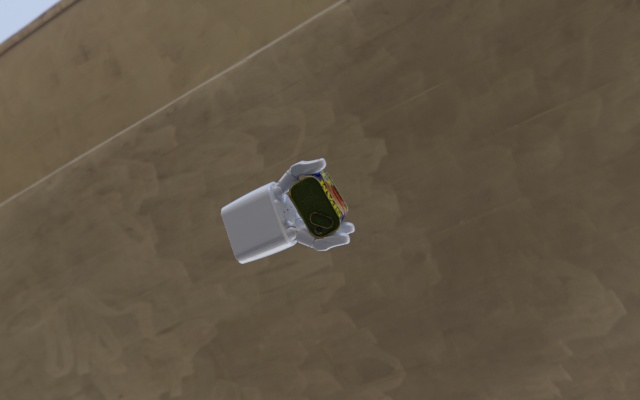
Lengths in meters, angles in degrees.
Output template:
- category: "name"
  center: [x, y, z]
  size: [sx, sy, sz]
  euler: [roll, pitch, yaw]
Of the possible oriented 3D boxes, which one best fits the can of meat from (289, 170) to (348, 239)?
- category: "can of meat"
  center: [0.000, 0.002, 0.806]
  size: [0.057, 0.102, 0.084]
  euler: [-28, 5, 19]
